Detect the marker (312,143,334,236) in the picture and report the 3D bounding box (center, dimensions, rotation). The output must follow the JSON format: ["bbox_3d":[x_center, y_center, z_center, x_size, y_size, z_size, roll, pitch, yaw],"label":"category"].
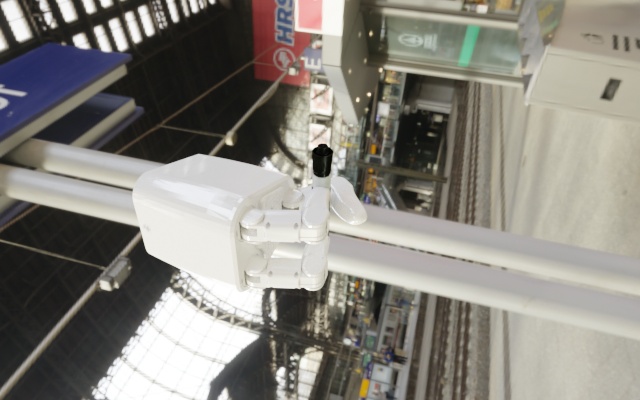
[{"bbox_3d":[0.000,0.001,0.444,0.020,0.121,0.020,1,36,-1],"label":"marker"}]
